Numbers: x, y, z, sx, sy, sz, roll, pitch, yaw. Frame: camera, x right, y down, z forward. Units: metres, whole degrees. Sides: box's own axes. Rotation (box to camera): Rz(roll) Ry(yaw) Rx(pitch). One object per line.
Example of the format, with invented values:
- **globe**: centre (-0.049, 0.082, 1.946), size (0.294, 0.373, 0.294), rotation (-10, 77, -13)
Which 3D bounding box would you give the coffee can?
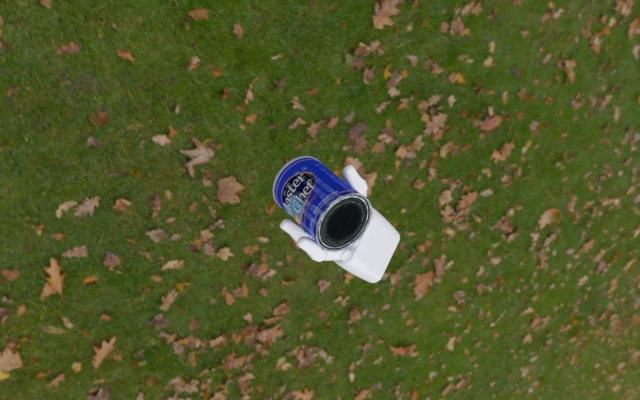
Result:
- **coffee can**: centre (0.000, 0.002, 0.766), size (0.103, 0.103, 0.140), rotation (0, 28, -37)
